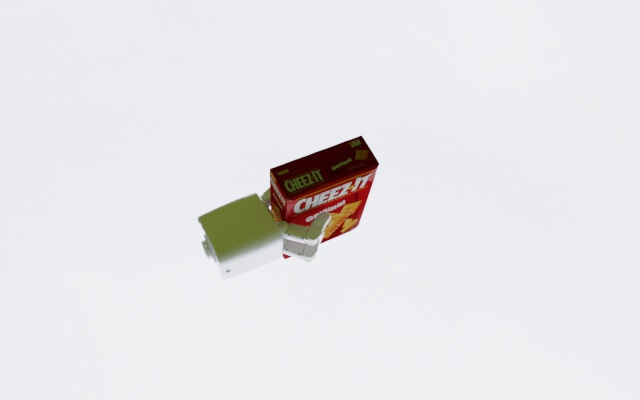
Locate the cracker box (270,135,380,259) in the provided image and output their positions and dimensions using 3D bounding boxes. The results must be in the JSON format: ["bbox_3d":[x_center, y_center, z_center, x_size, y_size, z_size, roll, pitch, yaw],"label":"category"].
[{"bbox_3d":[0.000,0.003,0.817,0.164,0.072,0.214,-22,-26,-18],"label":"cracker box"}]
